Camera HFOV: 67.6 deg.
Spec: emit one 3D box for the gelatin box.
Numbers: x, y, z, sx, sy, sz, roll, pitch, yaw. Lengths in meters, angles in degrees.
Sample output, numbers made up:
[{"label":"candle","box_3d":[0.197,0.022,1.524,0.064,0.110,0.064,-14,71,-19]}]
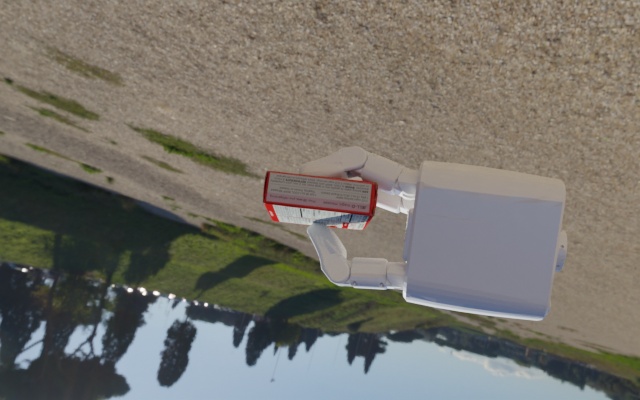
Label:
[{"label":"gelatin box","box_3d":[0.000,0.002,0.402,0.089,0.030,0.073,6,-13,1]}]
